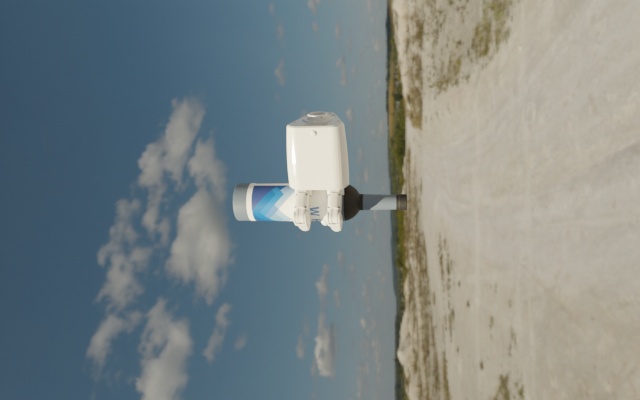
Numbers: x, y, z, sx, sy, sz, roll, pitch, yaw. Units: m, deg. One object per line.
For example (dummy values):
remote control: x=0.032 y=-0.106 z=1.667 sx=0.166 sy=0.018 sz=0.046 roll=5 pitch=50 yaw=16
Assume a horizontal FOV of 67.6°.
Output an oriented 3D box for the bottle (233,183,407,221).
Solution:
bottle: x=0.000 y=0.003 z=0.827 sx=0.296 sy=0.069 sz=0.069 roll=0 pitch=0 yaw=9
